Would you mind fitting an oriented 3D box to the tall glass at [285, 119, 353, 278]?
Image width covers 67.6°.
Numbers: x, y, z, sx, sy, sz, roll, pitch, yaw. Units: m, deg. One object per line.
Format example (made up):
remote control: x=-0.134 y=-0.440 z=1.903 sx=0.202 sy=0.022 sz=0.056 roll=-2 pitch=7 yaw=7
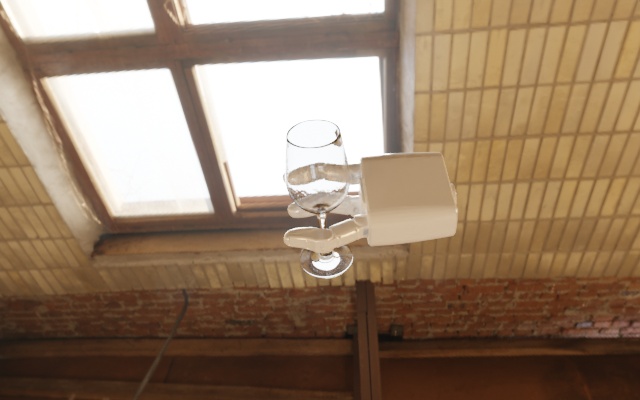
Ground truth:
tall glass: x=0.000 y=0.003 z=0.592 sx=0.079 sy=0.201 sz=0.079 roll=-4 pitch=39 yaw=3
